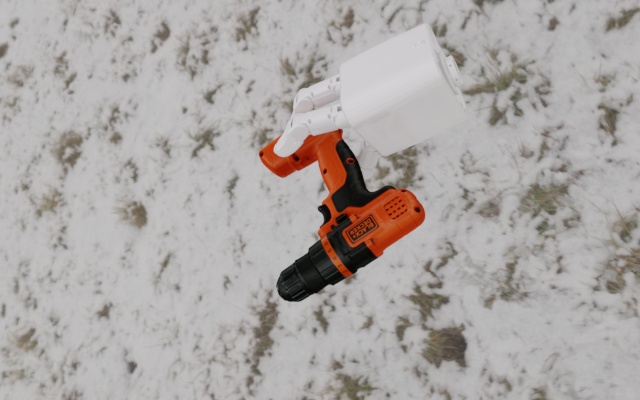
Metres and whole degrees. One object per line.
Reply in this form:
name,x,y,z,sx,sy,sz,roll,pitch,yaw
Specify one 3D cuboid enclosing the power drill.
power drill,0.000,0.001,0.553,0.184,0.187,0.057,-33,-27,5
